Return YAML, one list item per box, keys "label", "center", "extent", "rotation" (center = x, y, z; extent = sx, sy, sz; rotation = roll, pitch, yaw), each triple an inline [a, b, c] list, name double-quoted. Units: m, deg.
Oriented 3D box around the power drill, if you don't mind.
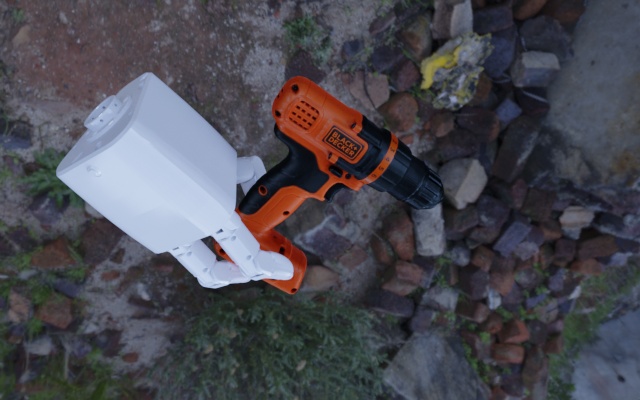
- label: "power drill"
  center: [0.000, 0.002, 0.459]
  extent: [0.184, 0.188, 0.057]
  rotation: [33, 21, -17]
